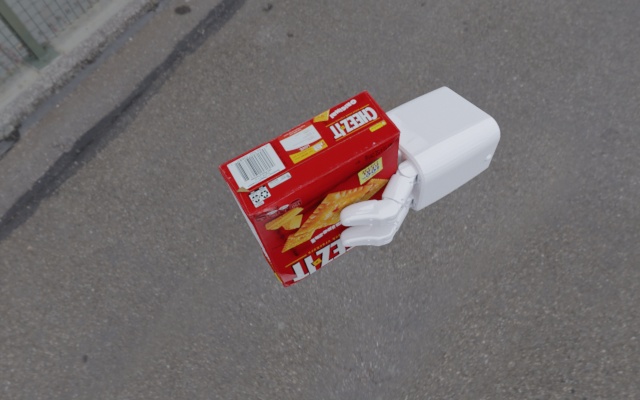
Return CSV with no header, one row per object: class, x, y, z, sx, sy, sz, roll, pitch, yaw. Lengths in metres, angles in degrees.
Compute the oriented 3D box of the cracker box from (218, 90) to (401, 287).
cracker box,0.000,0.002,0.531,0.164,0.072,0.214,-29,-27,-10
